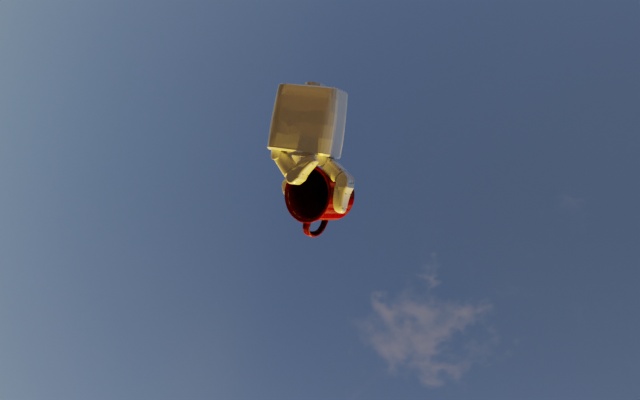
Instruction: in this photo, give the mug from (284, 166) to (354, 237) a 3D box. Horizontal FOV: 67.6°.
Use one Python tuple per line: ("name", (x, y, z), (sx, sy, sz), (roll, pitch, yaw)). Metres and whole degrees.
("mug", (0.000, 0.004, 0.781), (0.093, 0.117, 0.081), (13, 6, 36))
